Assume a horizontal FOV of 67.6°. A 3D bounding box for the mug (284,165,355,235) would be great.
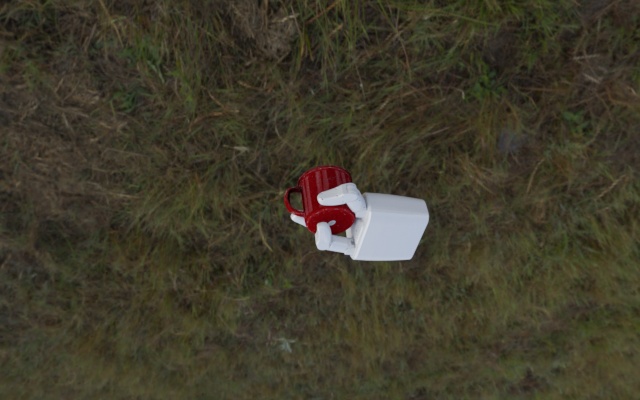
[{"bbox_3d":[-0.001,0.003,0.772,0.117,0.081,0.093,3,-37,-15],"label":"mug"}]
